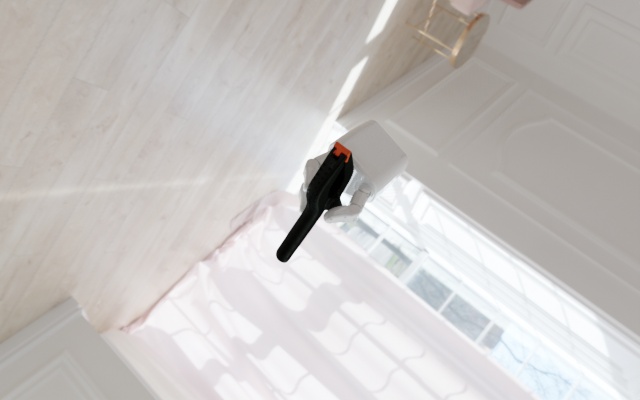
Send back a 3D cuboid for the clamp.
[{"bbox_3d":[0.001,0.002,0.739,0.036,0.210,0.164,38,53,18],"label":"clamp"}]
